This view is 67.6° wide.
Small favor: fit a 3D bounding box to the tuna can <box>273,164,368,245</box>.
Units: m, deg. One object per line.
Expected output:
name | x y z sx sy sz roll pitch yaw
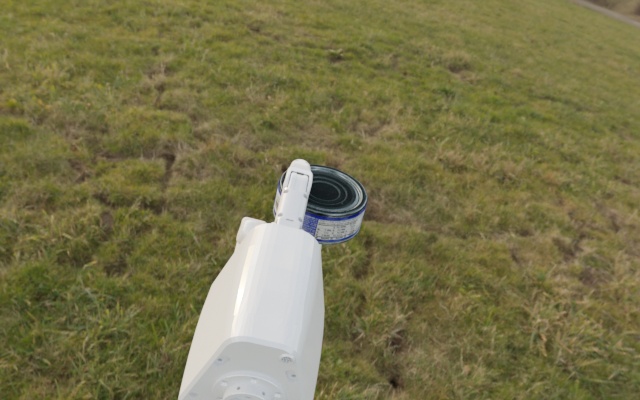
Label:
tuna can | 0.000 0.001 0.449 0.086 0.034 0.086 10 34 -7
